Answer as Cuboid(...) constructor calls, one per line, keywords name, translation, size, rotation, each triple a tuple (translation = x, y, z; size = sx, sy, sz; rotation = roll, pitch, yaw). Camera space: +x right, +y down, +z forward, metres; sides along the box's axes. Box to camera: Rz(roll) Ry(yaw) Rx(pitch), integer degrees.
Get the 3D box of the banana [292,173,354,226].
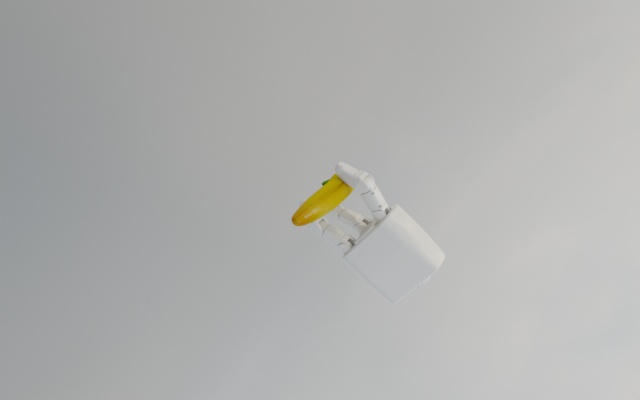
Cuboid(name="banana", translation=(0.015, -0.009, 0.704), size=(0.070, 0.037, 0.197), rotation=(-36, 4, 21))
